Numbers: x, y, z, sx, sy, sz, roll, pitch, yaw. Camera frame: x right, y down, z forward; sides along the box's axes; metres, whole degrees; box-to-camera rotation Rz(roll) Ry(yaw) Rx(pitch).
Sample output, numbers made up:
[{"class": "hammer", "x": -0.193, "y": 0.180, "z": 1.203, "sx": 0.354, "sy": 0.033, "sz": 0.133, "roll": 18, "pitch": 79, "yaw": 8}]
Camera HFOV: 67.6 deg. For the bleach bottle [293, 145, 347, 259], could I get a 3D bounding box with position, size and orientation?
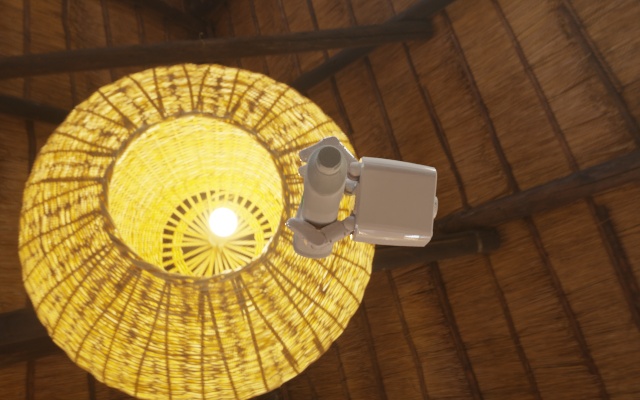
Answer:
[{"class": "bleach bottle", "x": 0.000, "y": 0.002, "z": 0.673, "sx": 0.068, "sy": 0.102, "sz": 0.251, "roll": 7, "pitch": -22, "yaw": -2}]
